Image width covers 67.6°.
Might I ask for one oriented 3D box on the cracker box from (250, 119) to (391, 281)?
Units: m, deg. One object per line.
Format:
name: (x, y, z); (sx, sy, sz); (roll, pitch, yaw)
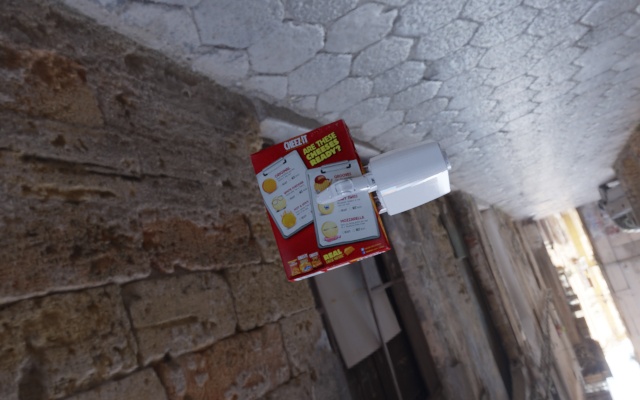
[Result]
cracker box: (0.000, 0.003, 0.763); (0.164, 0.213, 0.072); (-20, -11, 9)
